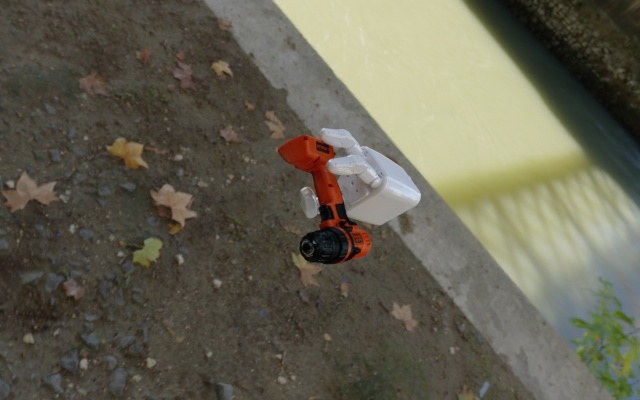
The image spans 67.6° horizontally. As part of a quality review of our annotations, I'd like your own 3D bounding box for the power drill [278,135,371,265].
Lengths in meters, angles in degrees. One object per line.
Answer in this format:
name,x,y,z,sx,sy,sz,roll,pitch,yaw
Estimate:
power drill,0.000,0.002,0.693,0.057,0.187,0.184,-23,-13,21
